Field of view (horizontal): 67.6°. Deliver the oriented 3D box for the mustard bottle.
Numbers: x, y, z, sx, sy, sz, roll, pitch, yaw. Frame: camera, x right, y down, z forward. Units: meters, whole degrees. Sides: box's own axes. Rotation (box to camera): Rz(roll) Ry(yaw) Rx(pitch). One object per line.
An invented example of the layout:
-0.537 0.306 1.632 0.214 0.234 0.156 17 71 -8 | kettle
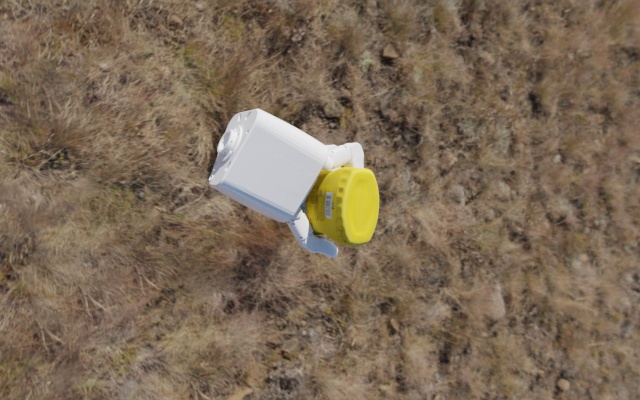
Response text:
0.001 0.002 0.657 0.058 0.096 0.191 -1 4 -32 | mustard bottle
